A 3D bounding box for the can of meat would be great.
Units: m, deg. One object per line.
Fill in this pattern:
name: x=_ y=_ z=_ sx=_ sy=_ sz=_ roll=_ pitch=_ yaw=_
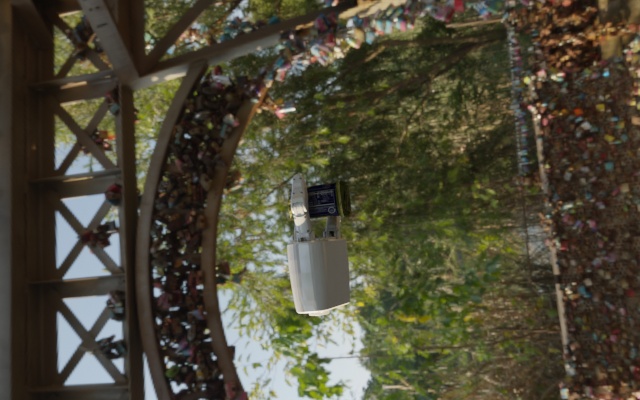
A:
can of meat: x=0.000 y=0.002 z=0.768 sx=0.084 sy=0.057 sz=0.102 roll=-7 pitch=-2 yaw=11
